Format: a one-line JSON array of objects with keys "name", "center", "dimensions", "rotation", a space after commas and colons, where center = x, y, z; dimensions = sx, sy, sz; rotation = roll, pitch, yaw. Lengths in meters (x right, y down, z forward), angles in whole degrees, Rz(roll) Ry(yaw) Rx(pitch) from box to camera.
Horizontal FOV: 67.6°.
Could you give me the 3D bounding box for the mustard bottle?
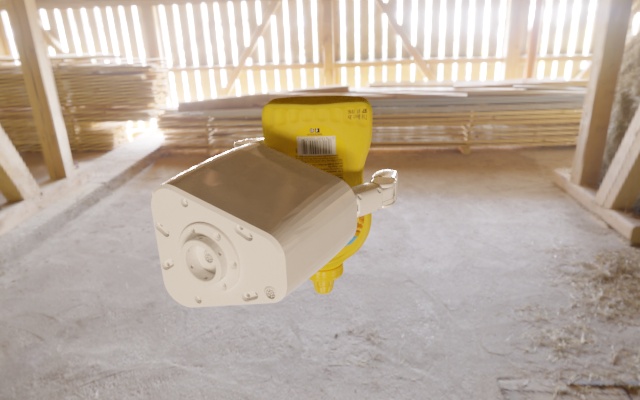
[{"name": "mustard bottle", "center": [0.000, 0.001, 0.449], "dimensions": [0.096, 0.192, 0.058], "rotation": [-1, 20, 3]}]
